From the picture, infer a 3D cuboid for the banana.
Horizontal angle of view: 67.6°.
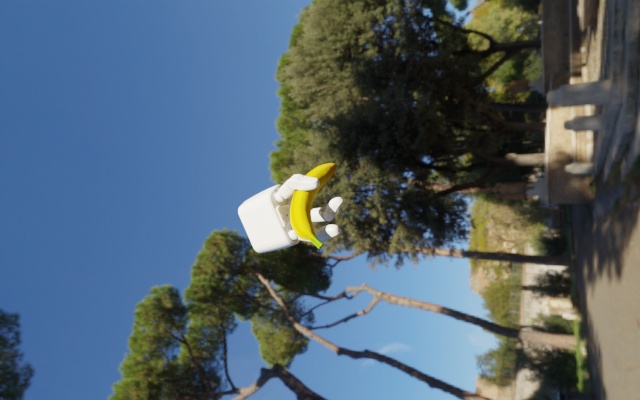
[{"bbox_3d":[-0.017,-0.002,0.875,0.069,0.197,0.037,24,-38,-16],"label":"banana"}]
